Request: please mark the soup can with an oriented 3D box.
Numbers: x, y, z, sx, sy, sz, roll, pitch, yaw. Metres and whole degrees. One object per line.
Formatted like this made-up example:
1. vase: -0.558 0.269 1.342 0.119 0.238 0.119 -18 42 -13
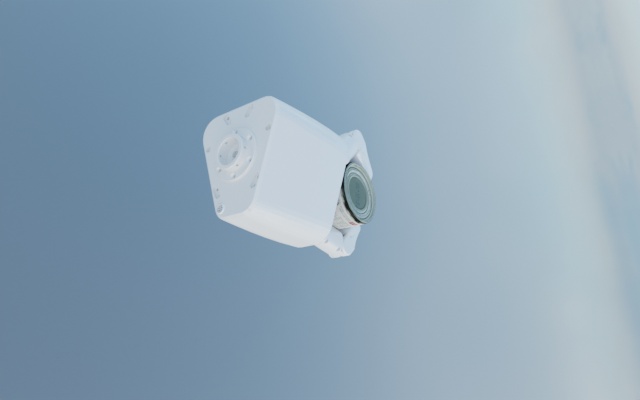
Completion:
1. soup can: 0.001 0.002 0.520 0.102 0.068 0.068 -14 -8 32
